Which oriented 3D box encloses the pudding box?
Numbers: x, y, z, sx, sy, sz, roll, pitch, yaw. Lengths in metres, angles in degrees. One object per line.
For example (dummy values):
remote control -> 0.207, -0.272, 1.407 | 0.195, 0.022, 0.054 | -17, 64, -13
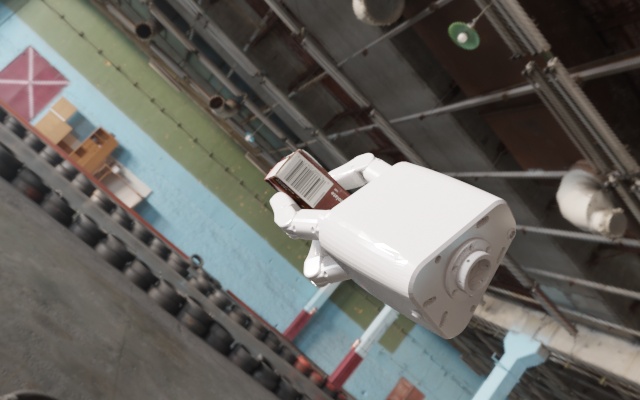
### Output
pudding box -> 0.000, 0.001, 0.481 | 0.113, 0.039, 0.090 | 44, -10, -9
